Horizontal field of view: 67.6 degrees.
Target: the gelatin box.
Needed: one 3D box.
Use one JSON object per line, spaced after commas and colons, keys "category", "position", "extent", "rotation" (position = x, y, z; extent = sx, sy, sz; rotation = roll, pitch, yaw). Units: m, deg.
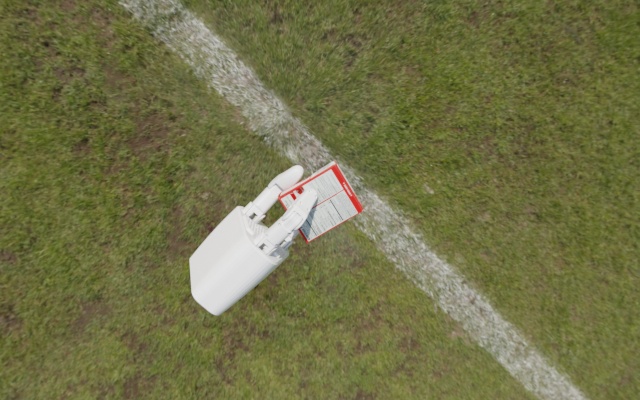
{"category": "gelatin box", "position": [0.000, 0.002, 0.625], "extent": [0.089, 0.073, 0.030], "rotation": [-30, 13, 8]}
